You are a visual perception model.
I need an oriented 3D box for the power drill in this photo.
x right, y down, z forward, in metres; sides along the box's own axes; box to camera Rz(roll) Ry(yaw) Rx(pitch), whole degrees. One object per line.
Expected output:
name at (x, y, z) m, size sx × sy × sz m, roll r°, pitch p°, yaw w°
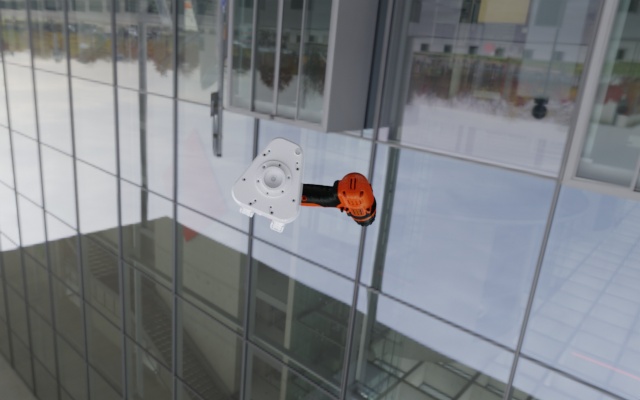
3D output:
power drill at (0.000, 0.003, 0.804) m, size 0.187 × 0.057 × 0.184 m, roll -1°, pitch -21°, yaw 11°
